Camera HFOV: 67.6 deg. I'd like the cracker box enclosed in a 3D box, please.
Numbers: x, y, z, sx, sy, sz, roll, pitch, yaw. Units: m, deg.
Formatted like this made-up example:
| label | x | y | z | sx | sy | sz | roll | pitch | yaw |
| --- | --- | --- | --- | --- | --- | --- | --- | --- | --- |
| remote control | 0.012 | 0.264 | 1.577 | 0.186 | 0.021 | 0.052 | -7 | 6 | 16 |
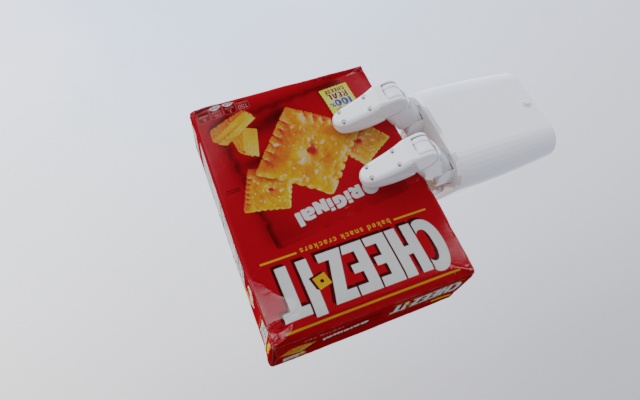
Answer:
| label | x | y | z | sx | sy | sz | roll | pitch | yaw |
| --- | --- | --- | --- | --- | --- | --- | --- | --- | --- |
| cracker box | 0.000 | 0.001 | 0.400 | 0.164 | 0.213 | 0.072 | -18 | -25 | -14 |
